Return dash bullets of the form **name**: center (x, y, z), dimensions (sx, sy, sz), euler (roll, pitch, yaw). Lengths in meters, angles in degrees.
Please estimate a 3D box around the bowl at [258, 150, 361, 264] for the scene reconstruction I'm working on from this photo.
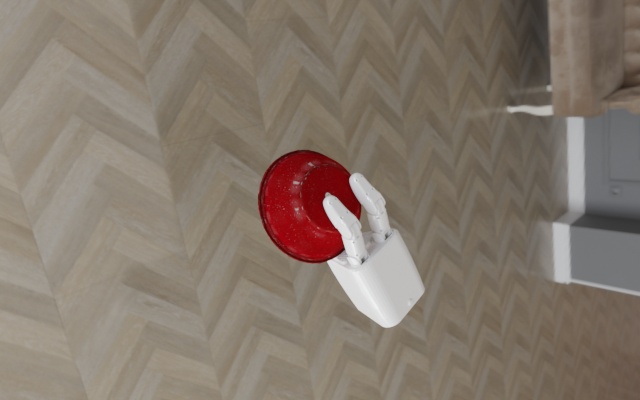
- **bowl**: center (-0.001, 0.001, 0.644), dimensions (0.162, 0.162, 0.055), euler (0, -11, -31)
